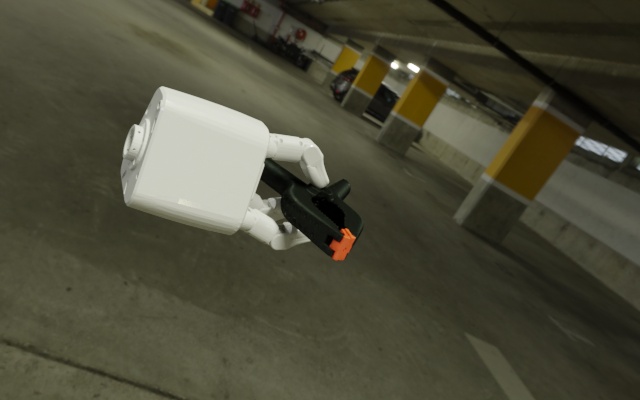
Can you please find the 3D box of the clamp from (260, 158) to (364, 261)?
[{"bbox_3d":[0.000,0.001,0.543,0.164,0.036,0.210,15,21,-32],"label":"clamp"}]
